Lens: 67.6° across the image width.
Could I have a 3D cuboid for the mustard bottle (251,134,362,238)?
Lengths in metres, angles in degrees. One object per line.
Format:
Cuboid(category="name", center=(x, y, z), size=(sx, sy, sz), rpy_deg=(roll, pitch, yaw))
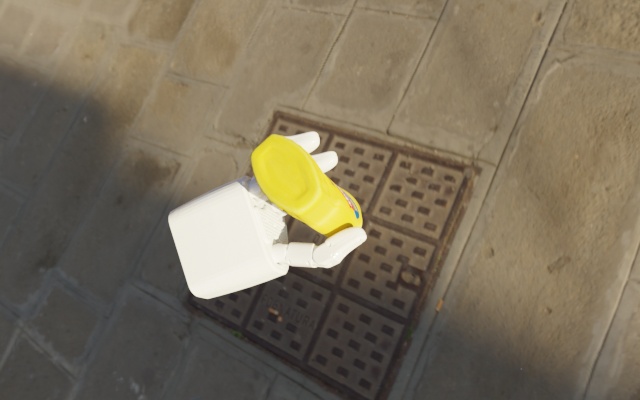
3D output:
Cuboid(category="mustard bottle", center=(0.000, 0.001, 0.535), size=(0.096, 0.058, 0.192), rpy_deg=(48, 4, 29))
